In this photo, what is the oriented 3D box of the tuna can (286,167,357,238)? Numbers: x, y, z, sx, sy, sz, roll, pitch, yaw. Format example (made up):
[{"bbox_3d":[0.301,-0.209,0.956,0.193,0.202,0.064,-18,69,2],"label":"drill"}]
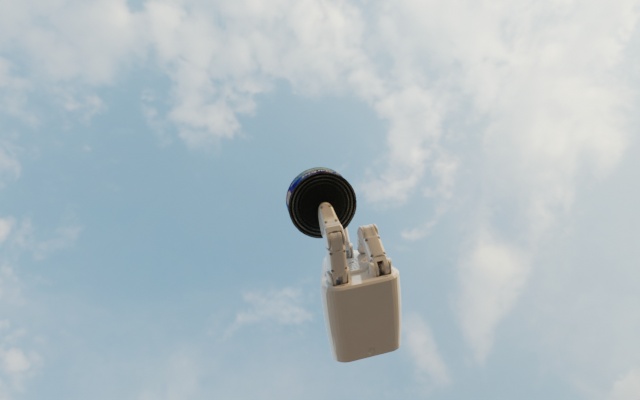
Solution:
[{"bbox_3d":[0.000,0.002,0.601,0.086,0.086,0.033,0,18,-12],"label":"tuna can"}]
